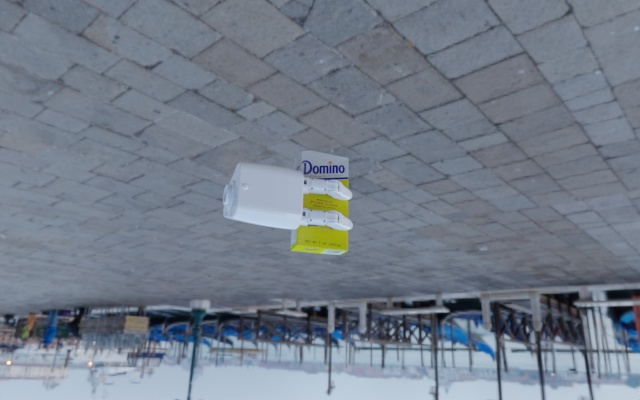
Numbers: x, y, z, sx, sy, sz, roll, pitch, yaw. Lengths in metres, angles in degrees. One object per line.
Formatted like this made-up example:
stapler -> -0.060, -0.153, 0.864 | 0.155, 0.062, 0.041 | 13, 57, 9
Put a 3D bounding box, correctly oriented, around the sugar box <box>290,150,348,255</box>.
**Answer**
sugar box -> 0.000, 0.003, 0.830 | 0.093, 0.176, 0.048 | 8, -20, -18
